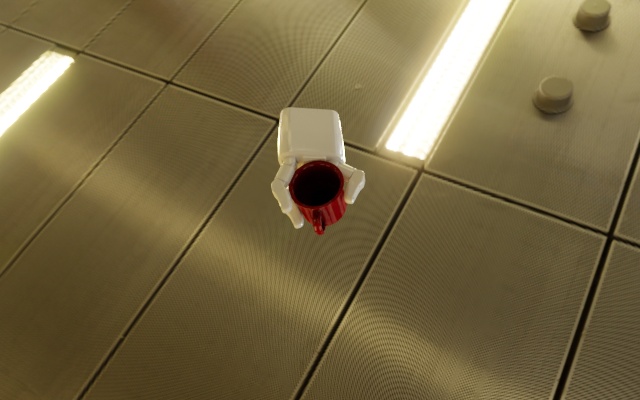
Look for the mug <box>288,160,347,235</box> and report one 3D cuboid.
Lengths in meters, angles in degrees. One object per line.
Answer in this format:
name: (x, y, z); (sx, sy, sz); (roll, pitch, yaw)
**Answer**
mug: (0.000, 0.004, 0.808); (0.093, 0.117, 0.081); (-6, -30, 9)
